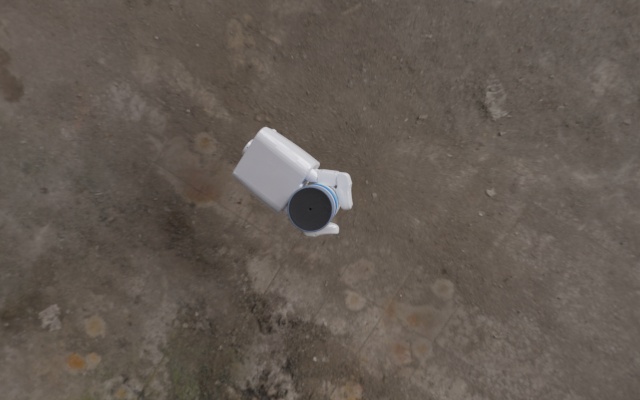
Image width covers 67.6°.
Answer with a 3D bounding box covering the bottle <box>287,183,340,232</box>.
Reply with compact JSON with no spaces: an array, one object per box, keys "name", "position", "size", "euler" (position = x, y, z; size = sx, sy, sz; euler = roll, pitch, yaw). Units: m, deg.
[{"name":"bottle","position":[0.000,0.003,0.819],"size":[0.069,0.069,0.295],"euler":[0,4,6]}]
